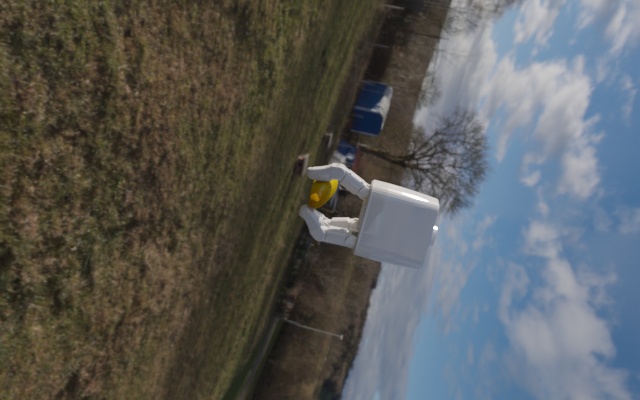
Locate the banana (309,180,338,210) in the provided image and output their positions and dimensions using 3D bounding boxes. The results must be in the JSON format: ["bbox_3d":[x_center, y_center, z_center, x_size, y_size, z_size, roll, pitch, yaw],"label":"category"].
[{"bbox_3d":[0.006,-0.015,0.793,0.037,0.069,0.198,17,-3,2],"label":"banana"}]
